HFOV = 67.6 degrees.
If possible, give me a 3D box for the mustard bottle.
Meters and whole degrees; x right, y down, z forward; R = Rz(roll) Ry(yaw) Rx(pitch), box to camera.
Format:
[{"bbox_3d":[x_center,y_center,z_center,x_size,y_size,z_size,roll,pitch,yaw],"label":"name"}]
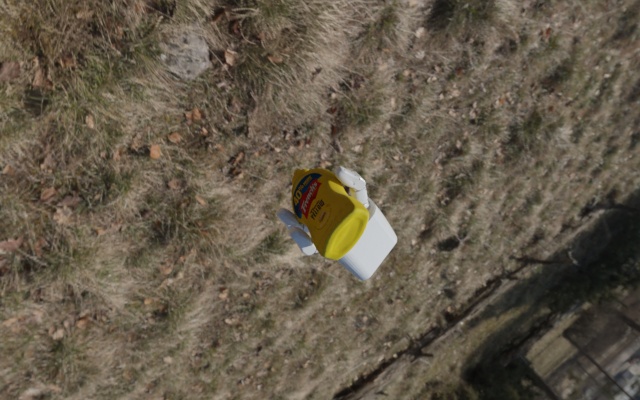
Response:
[{"bbox_3d":[0.000,0.003,0.772,0.058,0.096,0.191,18,22,-37],"label":"mustard bottle"}]
